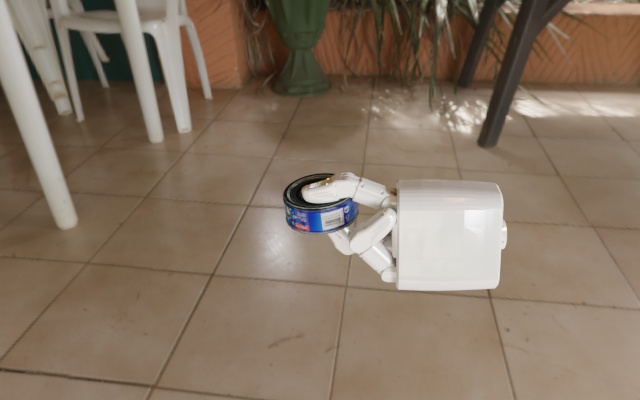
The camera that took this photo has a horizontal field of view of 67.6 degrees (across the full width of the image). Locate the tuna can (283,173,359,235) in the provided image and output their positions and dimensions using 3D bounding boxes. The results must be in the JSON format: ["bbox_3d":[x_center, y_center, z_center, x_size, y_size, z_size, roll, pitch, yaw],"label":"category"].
[{"bbox_3d":[0.000,0.001,0.549,0.086,0.034,0.086,-6,30,3],"label":"tuna can"}]
